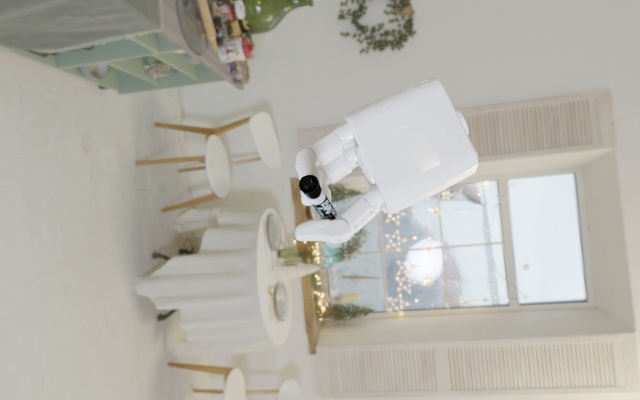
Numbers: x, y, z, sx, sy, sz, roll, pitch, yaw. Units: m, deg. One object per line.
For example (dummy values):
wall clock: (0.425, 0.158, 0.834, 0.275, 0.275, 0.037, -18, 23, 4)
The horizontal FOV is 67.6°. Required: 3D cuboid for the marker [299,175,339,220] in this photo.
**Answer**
marker: (0.000, 0.002, 0.482, 0.020, 0.020, 0.121, 0, -18, 12)
